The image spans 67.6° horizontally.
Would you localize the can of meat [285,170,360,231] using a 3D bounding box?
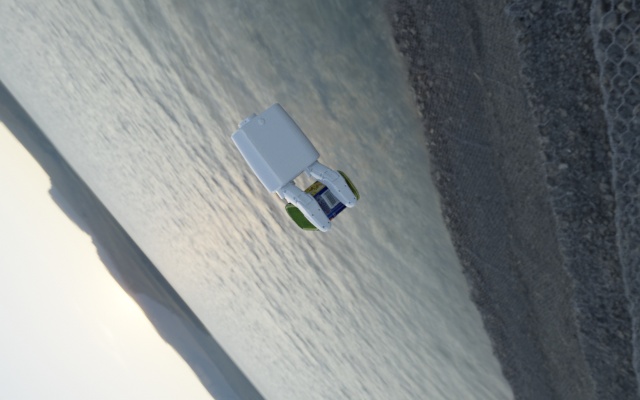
[{"bbox_3d":[0.000,0.003,0.755,0.084,0.057,0.102,-39,12,-20],"label":"can of meat"}]
